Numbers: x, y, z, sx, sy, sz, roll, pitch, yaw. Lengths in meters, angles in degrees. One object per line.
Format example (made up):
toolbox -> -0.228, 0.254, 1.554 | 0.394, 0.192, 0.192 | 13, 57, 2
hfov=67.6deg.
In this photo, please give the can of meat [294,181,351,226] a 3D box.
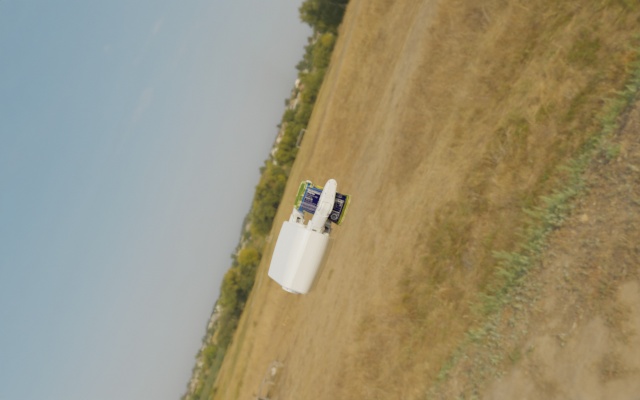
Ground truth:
can of meat -> 0.000, 0.003, 0.852 | 0.084, 0.057, 0.102 | 19, 0, -7
